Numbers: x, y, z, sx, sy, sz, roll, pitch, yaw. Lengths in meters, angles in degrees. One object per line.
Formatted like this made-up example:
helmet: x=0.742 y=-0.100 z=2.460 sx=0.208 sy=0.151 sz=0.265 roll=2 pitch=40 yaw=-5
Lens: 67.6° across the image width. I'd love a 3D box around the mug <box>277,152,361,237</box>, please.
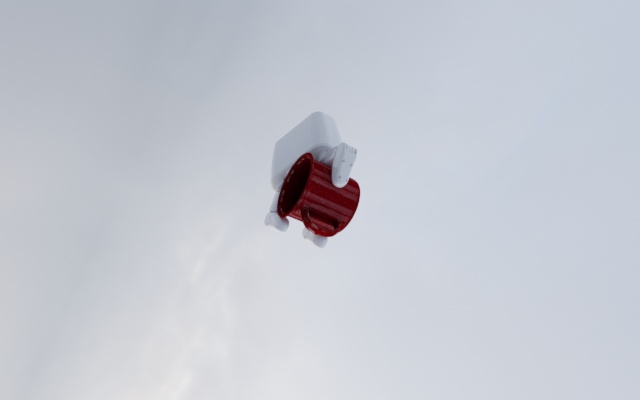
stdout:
mug: x=0.000 y=0.003 z=0.629 sx=0.081 sy=0.093 sz=0.117 roll=24 pitch=33 yaw=-22
